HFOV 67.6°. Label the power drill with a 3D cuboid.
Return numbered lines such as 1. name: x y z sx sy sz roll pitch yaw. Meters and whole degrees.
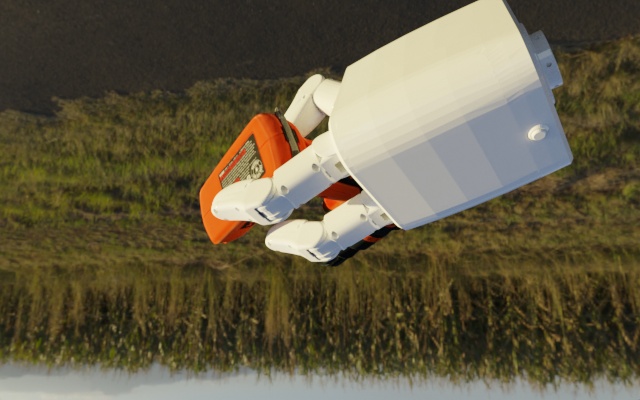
1. power drill: 0.000 0.001 0.402 0.187 0.057 0.184 5 -39 -42
